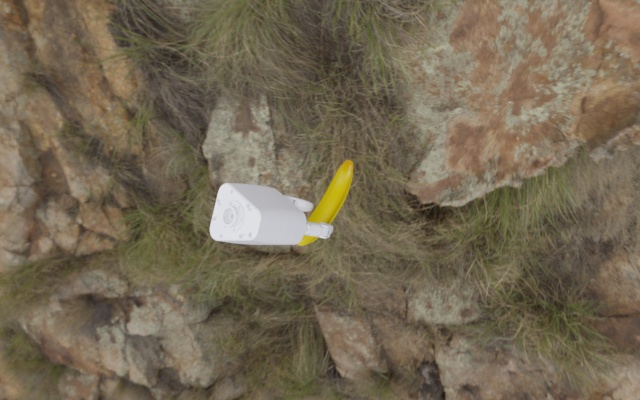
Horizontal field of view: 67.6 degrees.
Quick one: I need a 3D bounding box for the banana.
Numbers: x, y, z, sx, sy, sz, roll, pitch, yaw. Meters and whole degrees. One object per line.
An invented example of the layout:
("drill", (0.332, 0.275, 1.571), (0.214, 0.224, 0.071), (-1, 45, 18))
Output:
("banana", (0.004, 0.015, 0.874), (0.037, 0.198, 0.069), (25, 20, -34))
